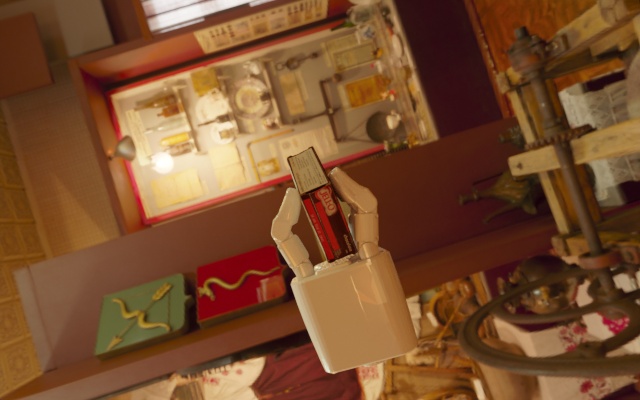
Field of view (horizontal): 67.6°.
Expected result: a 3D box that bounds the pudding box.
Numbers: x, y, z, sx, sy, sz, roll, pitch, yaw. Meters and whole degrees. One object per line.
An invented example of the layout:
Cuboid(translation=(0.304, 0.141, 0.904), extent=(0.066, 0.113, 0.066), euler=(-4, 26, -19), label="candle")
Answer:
Cuboid(translation=(0.000, 0.002, 0.528), extent=(0.039, 0.090, 0.113), euler=(-22, 28, -2), label="pudding box")
